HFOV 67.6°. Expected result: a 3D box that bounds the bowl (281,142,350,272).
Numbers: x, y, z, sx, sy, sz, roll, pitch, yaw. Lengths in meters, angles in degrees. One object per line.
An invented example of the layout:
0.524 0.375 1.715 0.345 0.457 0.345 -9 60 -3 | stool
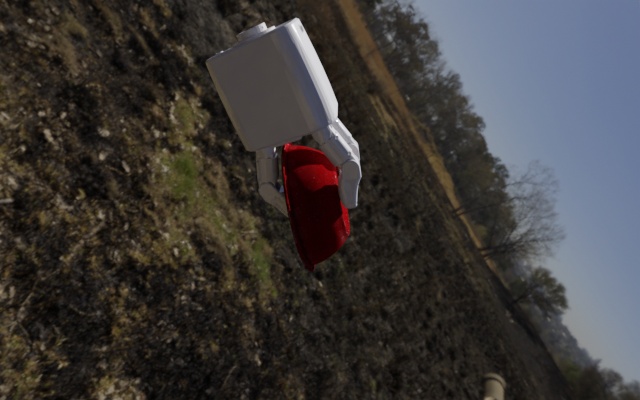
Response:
0.001 0.003 0.578 0.055 0.162 0.162 -10 -1 7 | bowl
